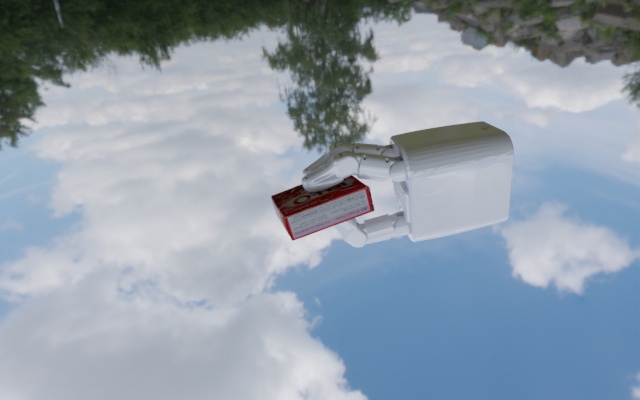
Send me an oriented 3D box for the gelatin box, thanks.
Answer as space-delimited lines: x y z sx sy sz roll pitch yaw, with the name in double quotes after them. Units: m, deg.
0.000 0.002 0.486 0.089 0.030 0.073 -21 21 -9 "gelatin box"
